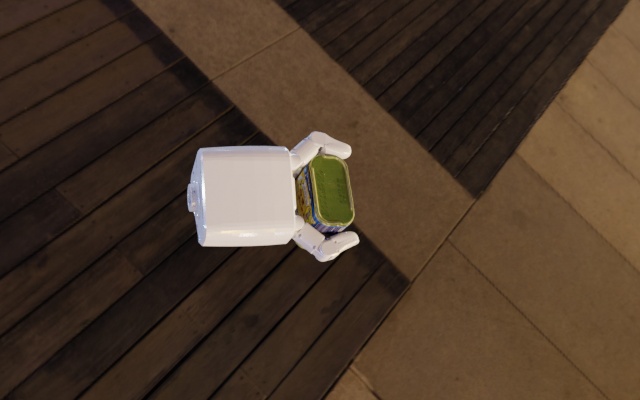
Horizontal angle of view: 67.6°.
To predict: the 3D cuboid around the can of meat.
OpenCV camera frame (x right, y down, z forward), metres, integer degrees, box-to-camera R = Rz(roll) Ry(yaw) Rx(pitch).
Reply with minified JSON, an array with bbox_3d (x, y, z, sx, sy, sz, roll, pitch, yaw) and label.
[{"bbox_3d":[0.000,0.002,0.620,0.057,0.102,0.084,1,-24,-22],"label":"can of meat"}]
